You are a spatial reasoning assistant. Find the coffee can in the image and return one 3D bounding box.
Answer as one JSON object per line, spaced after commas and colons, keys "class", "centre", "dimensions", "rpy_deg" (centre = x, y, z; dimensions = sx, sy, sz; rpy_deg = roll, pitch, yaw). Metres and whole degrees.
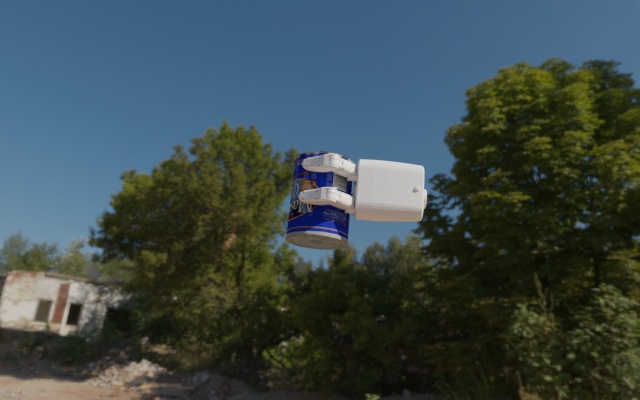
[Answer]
{"class": "coffee can", "centre": [0.000, 0.003, 0.794], "dimensions": [0.103, 0.140, 0.103], "rpy_deg": [5, -17, 1]}
